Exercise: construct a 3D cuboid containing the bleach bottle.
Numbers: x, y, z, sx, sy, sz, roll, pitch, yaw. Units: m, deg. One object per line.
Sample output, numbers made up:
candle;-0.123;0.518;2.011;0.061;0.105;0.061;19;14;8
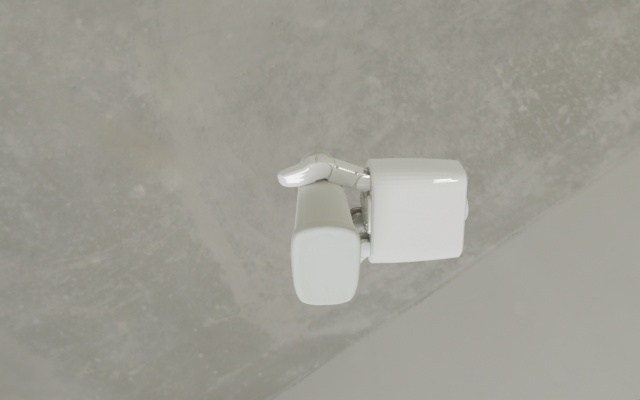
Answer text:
bleach bottle;0.000;0.002;0.566;0.068;0.103;0.250;-1;32;-2
